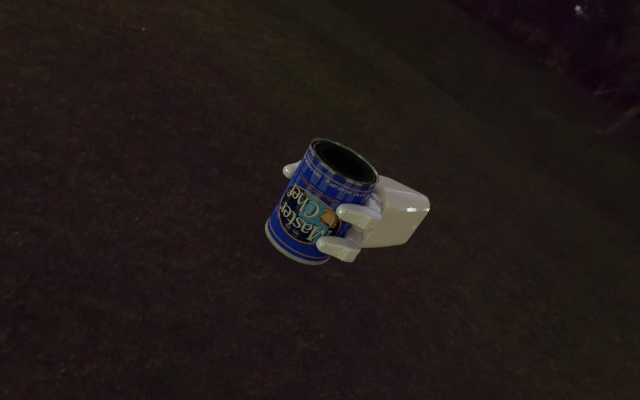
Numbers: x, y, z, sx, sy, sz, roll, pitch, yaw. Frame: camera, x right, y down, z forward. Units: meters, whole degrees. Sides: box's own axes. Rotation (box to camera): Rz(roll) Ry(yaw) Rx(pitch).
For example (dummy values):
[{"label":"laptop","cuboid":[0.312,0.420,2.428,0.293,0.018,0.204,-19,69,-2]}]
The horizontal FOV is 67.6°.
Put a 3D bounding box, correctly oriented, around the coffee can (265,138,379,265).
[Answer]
[{"label":"coffee can","cuboid":[0.000,0.002,0.646,0.103,0.140,0.102,24,27,-13]}]
